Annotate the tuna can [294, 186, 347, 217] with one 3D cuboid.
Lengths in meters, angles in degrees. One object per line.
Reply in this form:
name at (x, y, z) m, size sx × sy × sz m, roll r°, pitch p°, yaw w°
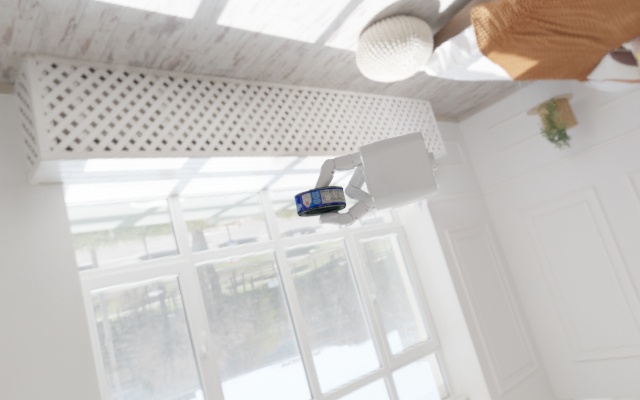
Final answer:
tuna can at (0.000, 0.003, 0.803) m, size 0.086 × 0.033 × 0.086 m, roll -10°, pitch -10°, yaw -2°
